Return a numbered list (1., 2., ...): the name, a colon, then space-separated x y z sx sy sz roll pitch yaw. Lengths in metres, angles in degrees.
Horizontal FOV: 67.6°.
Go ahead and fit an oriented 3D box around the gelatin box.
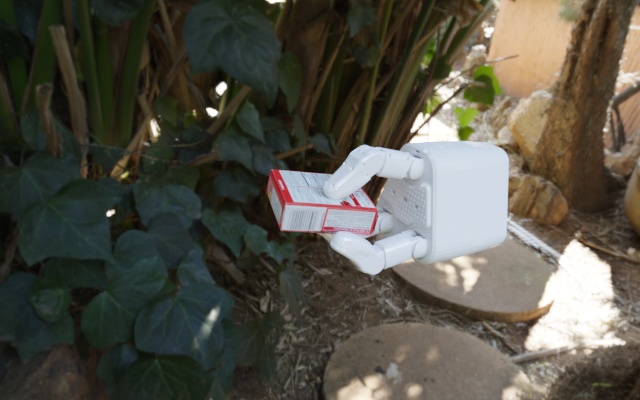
1. gelatin box: 0.000 0.001 0.443 0.089 0.030 0.073 4 26 -19
